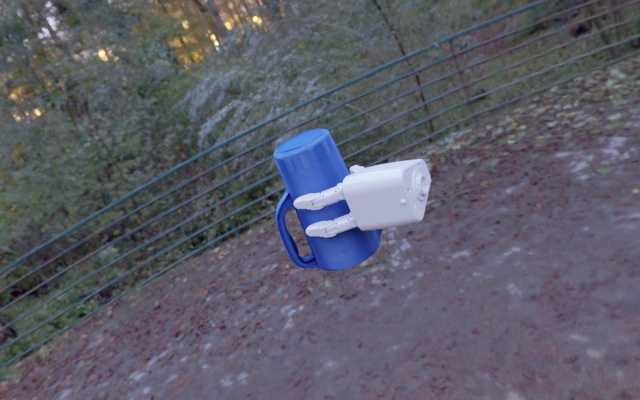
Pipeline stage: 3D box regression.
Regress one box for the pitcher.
[{"bbox_3d":[0.000,0.003,0.874,0.145,0.243,0.149,-8,26,36],"label":"pitcher"}]
